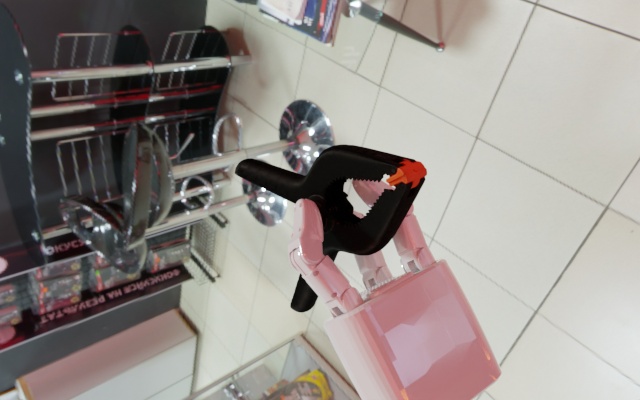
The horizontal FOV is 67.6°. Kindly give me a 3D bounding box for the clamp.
[{"bbox_3d":[0.000,0.002,0.421,0.036,0.164,0.210,-22,-10,-42],"label":"clamp"}]
